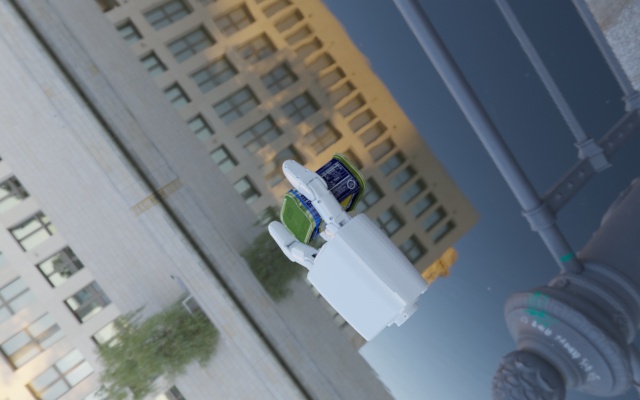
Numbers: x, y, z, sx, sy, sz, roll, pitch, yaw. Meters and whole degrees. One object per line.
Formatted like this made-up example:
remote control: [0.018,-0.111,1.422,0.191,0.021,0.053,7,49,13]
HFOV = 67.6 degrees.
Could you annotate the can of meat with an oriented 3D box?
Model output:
can of meat: [0.000,0.002,0.584,0.084,0.057,0.102,-38,-13,-21]
